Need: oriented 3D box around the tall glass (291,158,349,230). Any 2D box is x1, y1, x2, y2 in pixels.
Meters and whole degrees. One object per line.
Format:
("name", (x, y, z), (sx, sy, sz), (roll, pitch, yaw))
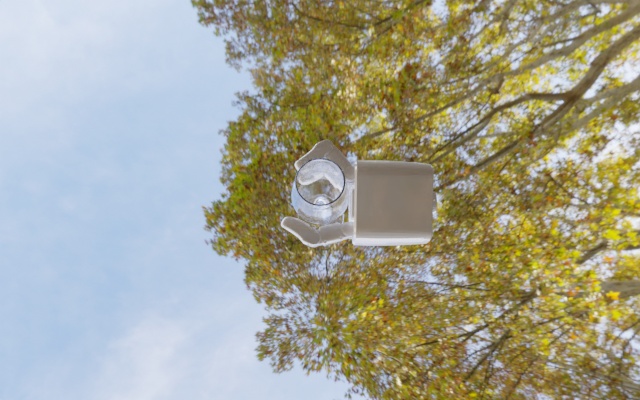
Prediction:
("tall glass", (0.000, 0.002, 0.677), (0.079, 0.079, 0.201), (0, -15, 1))
